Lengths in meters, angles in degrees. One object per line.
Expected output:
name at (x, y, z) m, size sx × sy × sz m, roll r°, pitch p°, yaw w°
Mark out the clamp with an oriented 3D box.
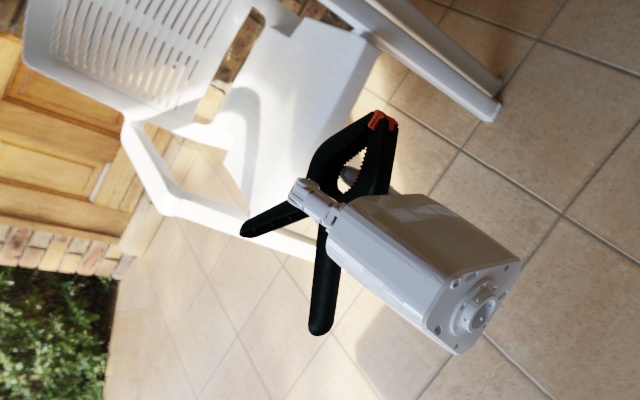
clamp at (0.000, 0.001, 0.474) m, size 0.036 × 0.210 × 0.164 m, roll 17°, pitch 15°, yaw -49°
